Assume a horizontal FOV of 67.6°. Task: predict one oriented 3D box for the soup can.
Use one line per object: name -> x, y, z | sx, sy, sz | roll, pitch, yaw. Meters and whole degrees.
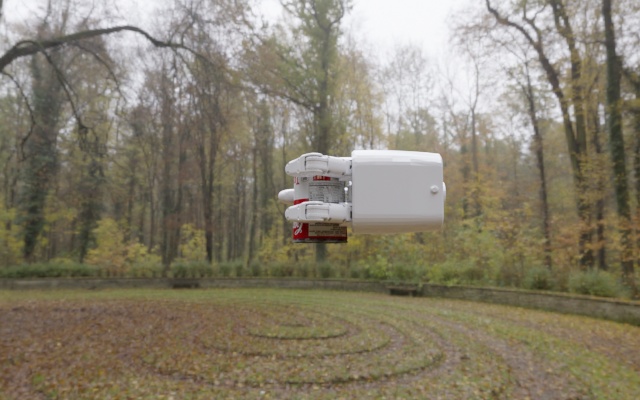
soup can -> 0.000, 0.002, 0.595 | 0.068, 0.102, 0.068 | 0, -6, 0
